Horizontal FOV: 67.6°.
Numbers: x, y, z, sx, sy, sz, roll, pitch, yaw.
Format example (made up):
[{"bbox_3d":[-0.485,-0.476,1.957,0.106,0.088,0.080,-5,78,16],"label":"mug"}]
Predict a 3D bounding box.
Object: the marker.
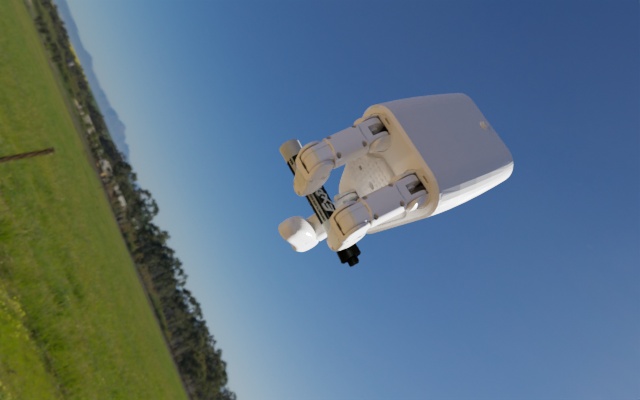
[{"bbox_3d":[0.000,0.001,0.406,0.020,0.121,0.020,-27,-16,-8],"label":"marker"}]
